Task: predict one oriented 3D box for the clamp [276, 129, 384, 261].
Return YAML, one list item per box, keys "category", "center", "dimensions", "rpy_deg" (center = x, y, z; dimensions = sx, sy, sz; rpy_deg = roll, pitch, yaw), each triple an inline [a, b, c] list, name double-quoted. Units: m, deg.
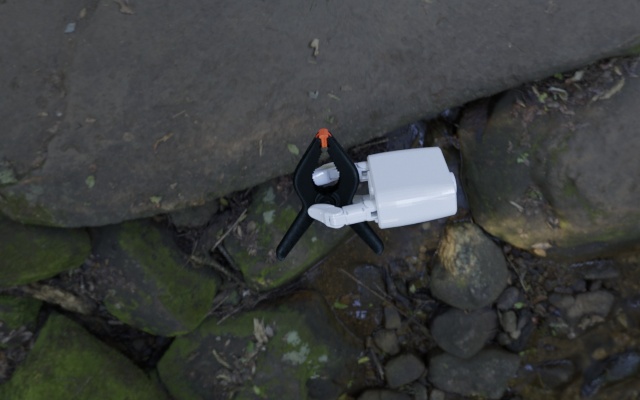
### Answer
- category: "clamp"
  center: [0.000, 0.002, 0.693]
  dimensions: [0.164, 0.210, 0.036]
  rpy_deg: [-10, 27, 2]
